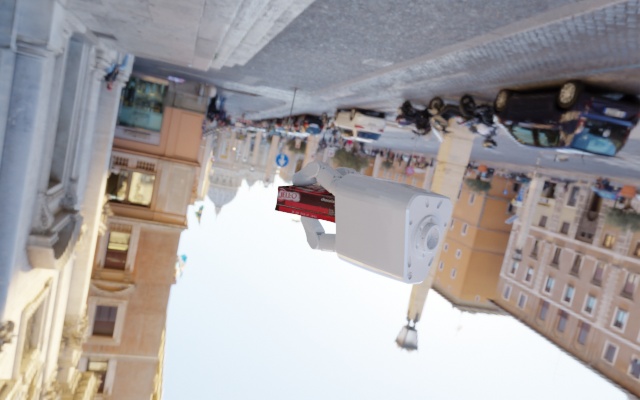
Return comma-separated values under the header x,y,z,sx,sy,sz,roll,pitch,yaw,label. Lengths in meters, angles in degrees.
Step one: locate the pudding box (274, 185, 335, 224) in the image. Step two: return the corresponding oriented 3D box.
x,y,z,sx,sy,sz,roll,pitch,yaw,label
0.000,0.002,0.651,0.090,0.039,0.113,12,5,16,pudding box
